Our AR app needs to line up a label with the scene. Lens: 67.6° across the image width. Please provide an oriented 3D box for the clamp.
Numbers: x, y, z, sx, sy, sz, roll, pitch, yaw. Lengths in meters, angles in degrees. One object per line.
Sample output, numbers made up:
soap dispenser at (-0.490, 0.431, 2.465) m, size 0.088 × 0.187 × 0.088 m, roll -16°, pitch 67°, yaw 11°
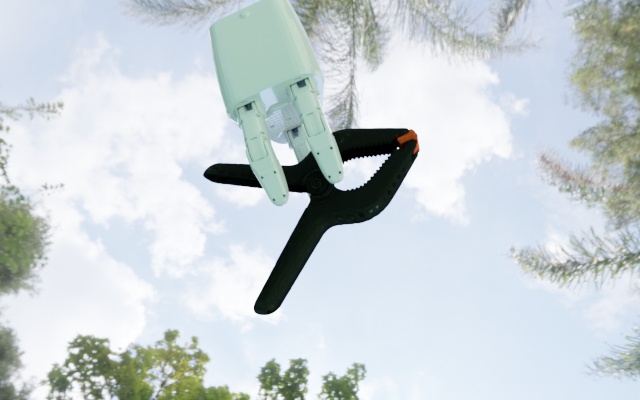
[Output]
clamp at (0.001, 0.001, 0.446) m, size 0.210 × 0.164 × 0.036 m, roll -22°, pitch -24°, yaw 7°
